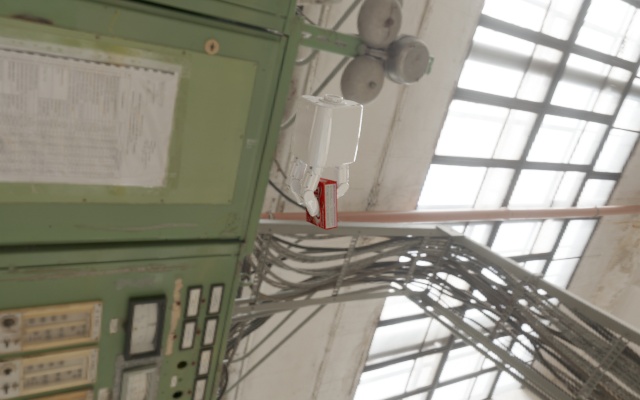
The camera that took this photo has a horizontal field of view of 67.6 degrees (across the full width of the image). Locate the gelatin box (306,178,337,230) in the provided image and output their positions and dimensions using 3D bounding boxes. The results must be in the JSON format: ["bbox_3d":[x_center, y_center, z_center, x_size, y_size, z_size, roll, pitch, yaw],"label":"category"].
[{"bbox_3d":[0.001,0.003,0.886,0.030,0.089,0.073,-9,15,-29],"label":"gelatin box"}]
